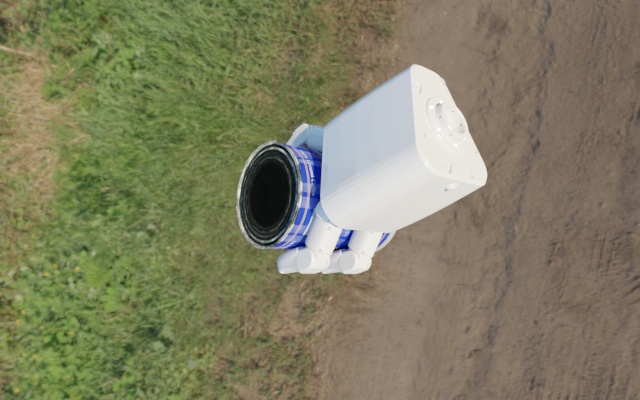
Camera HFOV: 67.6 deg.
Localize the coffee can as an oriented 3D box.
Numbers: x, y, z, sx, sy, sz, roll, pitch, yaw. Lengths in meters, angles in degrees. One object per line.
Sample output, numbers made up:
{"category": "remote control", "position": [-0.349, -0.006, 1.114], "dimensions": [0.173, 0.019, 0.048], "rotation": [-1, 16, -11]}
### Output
{"category": "coffee can", "position": [0.000, 0.002, 0.493], "dimensions": [0.140, 0.103, 0.103], "rotation": [8, -5, -41]}
